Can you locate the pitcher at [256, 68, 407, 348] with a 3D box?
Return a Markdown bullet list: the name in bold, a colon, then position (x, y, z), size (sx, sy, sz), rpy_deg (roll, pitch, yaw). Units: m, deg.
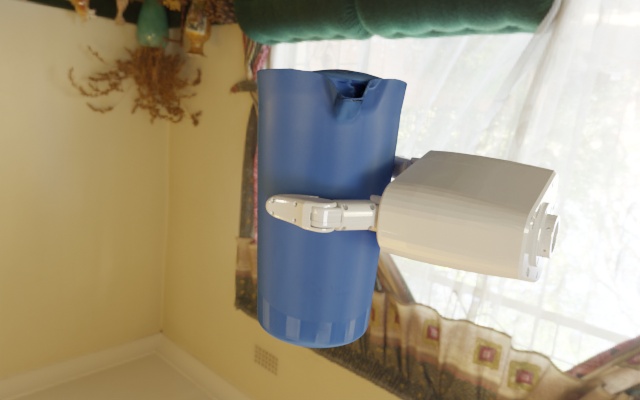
- **pitcher**: position (0.000, 0.002, 0.454), size (0.145, 0.243, 0.149), rpy_deg (11, 12, 32)
